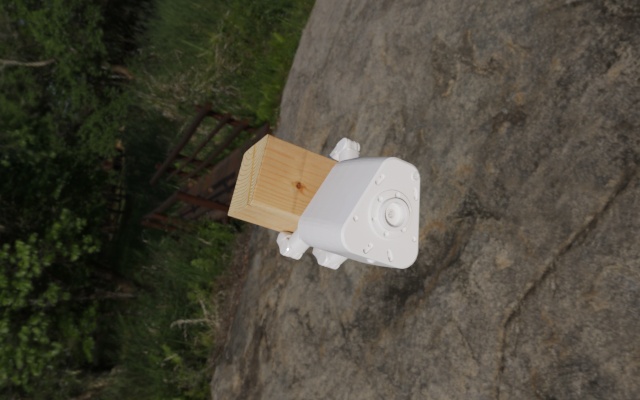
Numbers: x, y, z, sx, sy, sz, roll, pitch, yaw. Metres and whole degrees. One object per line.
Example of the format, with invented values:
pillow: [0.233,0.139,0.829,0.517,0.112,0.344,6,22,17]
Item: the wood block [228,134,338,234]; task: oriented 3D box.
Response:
wood block: [0.000,0.002,0.620,0.206,0.090,0.090,20,-20,-23]
